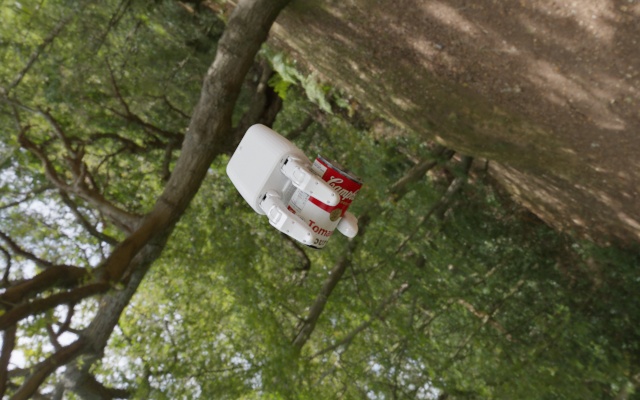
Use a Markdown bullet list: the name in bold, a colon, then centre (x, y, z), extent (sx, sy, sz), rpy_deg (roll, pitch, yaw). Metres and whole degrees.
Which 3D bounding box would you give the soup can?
- **soup can**: centre (0.000, 0.002, 0.604), extent (0.068, 0.102, 0.068), rpy_deg (31, 9, -6)
